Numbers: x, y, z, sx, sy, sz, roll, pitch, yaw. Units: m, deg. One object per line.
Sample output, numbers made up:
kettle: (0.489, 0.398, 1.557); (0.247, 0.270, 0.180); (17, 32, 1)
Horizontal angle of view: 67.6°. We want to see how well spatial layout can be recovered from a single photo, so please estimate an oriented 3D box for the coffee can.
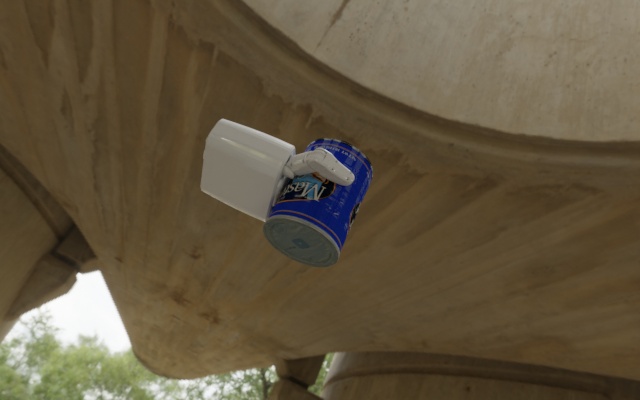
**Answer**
coffee can: (0.000, 0.002, 0.633); (0.103, 0.140, 0.103); (18, -33, 12)
